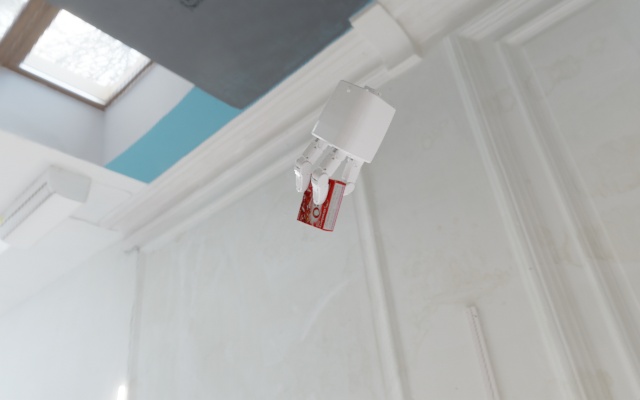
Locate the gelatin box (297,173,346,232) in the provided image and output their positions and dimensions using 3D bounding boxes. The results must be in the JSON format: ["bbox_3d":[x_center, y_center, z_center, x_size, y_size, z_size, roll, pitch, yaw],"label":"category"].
[{"bbox_3d":[0.000,0.003,0.835,0.030,0.089,0.073,13,3,-42],"label":"gelatin box"}]
